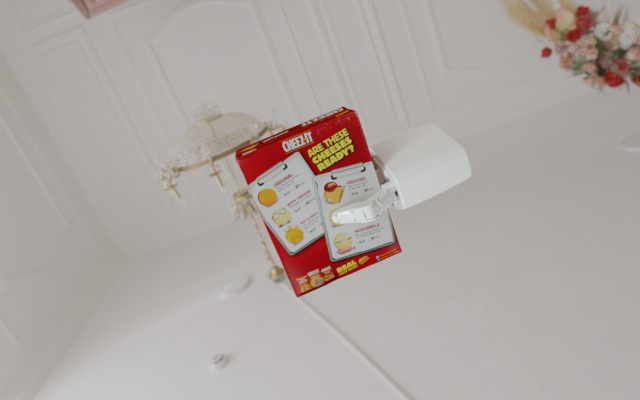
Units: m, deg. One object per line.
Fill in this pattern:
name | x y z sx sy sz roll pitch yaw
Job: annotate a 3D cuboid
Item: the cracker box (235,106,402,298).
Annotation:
cracker box | 0.000 0.002 0.654 0.164 0.214 0.072 -23 20 -5
